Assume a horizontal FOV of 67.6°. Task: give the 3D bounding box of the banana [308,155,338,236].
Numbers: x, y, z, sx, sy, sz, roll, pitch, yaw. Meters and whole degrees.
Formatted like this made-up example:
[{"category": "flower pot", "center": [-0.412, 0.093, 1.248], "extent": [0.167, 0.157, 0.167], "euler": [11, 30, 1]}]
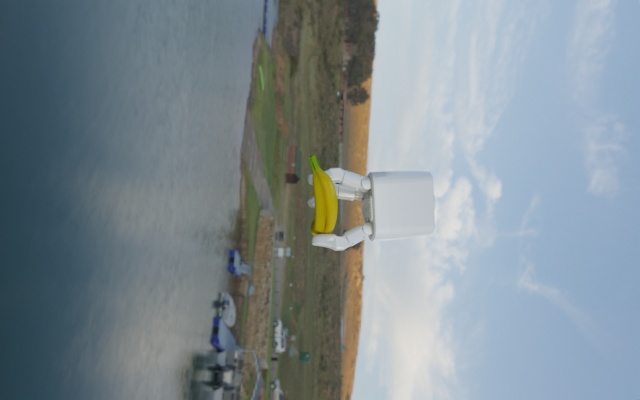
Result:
[{"category": "banana", "center": [0.004, 0.015, 0.781], "extent": [0.037, 0.069, 0.198], "euler": [-9, -38, -9]}]
